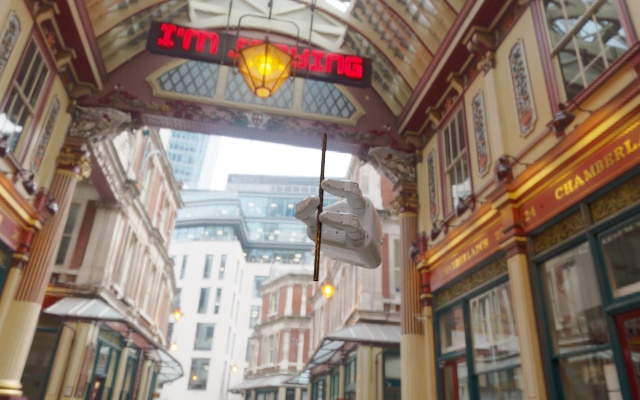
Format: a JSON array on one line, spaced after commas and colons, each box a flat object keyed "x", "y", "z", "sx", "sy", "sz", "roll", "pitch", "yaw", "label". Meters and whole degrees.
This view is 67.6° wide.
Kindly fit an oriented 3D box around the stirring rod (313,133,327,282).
[{"x": 0.000, "y": 0.002, "z": 0.706, "sx": 0.011, "sy": 0.239, "sz": 0.011, "roll": 3, "pitch": -26, "yaw": 1, "label": "stirring rod"}]
